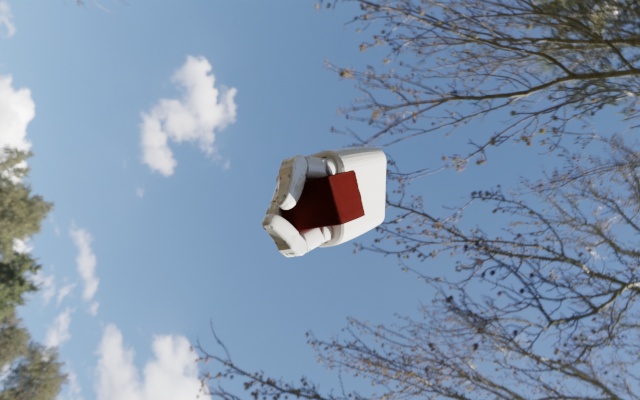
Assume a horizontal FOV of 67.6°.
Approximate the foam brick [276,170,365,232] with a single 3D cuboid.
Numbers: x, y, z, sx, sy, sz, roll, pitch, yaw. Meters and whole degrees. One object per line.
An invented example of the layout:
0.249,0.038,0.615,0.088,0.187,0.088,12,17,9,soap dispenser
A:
0.000,0.002,0.519,0.078,0.053,0.051,-11,2,39,foam brick
